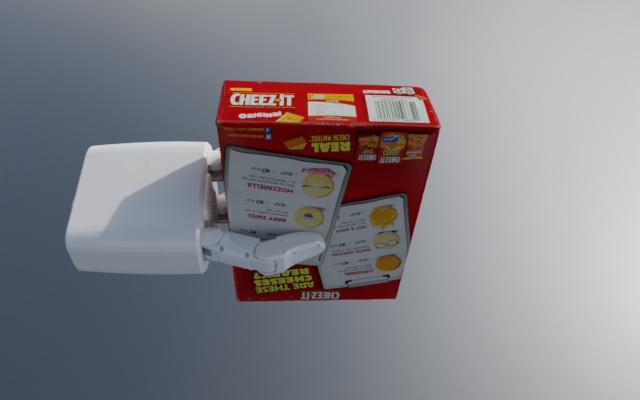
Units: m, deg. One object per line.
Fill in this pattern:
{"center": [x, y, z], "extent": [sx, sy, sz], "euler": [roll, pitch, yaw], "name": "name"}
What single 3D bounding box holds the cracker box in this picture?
{"center": [0.000, 0.001, 0.431], "extent": [0.164, 0.214, 0.072], "euler": [0, 43, -4], "name": "cracker box"}
